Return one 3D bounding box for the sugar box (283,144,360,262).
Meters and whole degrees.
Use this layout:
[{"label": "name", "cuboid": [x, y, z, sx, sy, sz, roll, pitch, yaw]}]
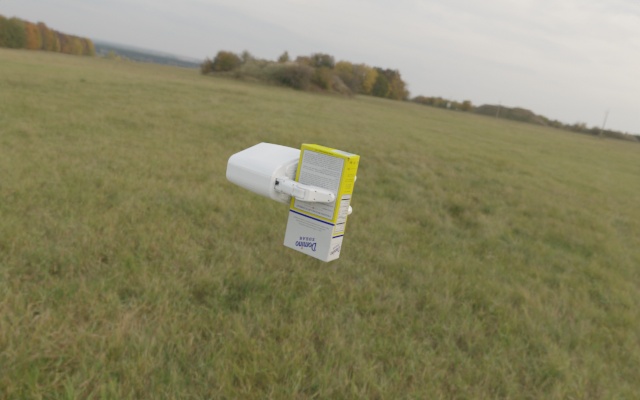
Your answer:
[{"label": "sugar box", "cuboid": [0.000, 0.002, 0.787, 0.093, 0.176, 0.048, 19, 16, 30]}]
